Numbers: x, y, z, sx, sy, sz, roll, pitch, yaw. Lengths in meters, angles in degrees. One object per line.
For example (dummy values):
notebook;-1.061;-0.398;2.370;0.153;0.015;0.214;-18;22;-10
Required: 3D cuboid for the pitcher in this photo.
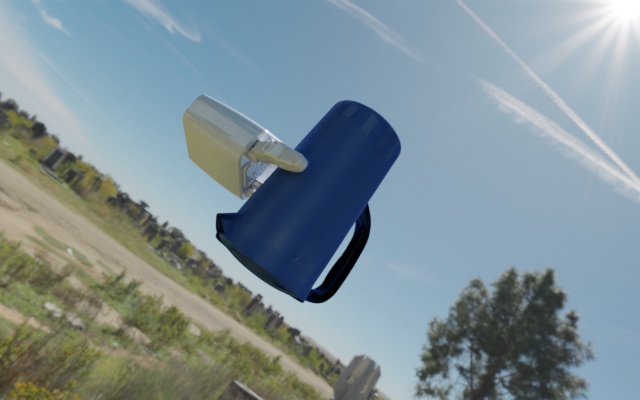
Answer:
pitcher;0.000;0.002;0.602;0.145;0.242;0.149;33;-15;18
